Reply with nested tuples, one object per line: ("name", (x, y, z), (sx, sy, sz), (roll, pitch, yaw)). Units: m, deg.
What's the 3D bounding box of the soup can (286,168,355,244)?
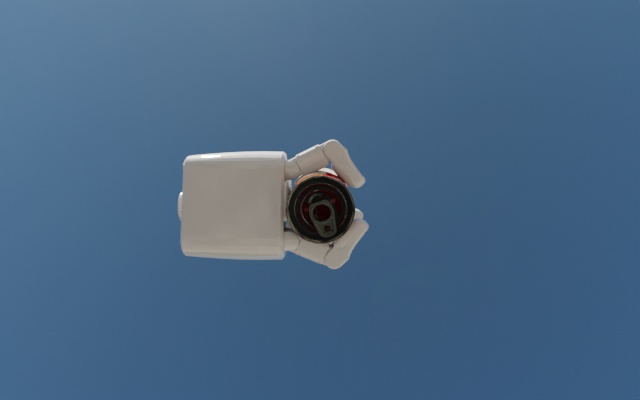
("soup can", (0.001, 0.002, 0.515), (0.068, 0.068, 0.102), (0, 9, 0))
